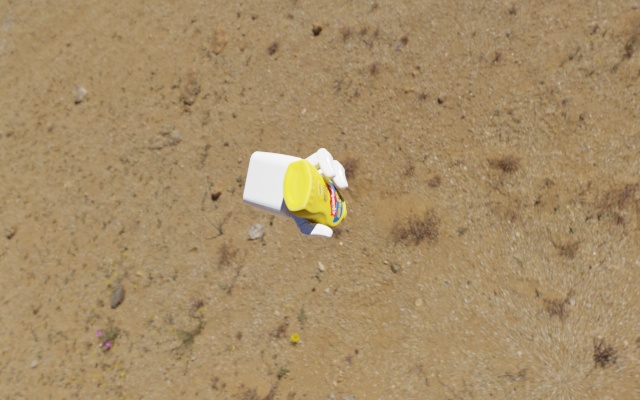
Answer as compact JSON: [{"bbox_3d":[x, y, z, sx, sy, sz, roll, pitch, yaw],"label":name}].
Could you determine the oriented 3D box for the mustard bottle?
[{"bbox_3d":[0.000,0.003,0.884,0.058,0.096,0.192,-12,-24,23],"label":"mustard bottle"}]
